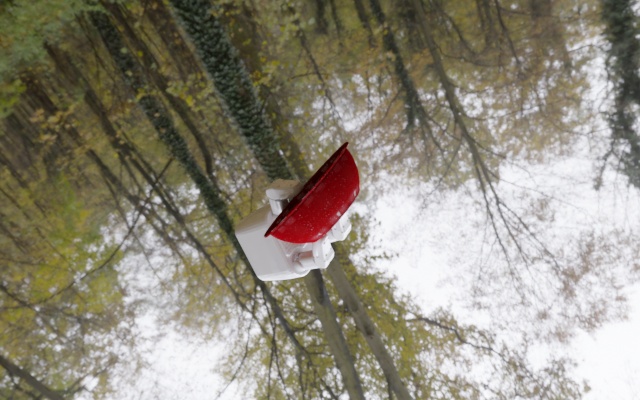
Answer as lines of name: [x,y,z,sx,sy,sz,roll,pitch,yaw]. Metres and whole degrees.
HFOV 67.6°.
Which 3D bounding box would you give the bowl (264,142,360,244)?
bowl: [0.001,0.002,0.610,0.055,0.162,0.162,41,-4,-5]
